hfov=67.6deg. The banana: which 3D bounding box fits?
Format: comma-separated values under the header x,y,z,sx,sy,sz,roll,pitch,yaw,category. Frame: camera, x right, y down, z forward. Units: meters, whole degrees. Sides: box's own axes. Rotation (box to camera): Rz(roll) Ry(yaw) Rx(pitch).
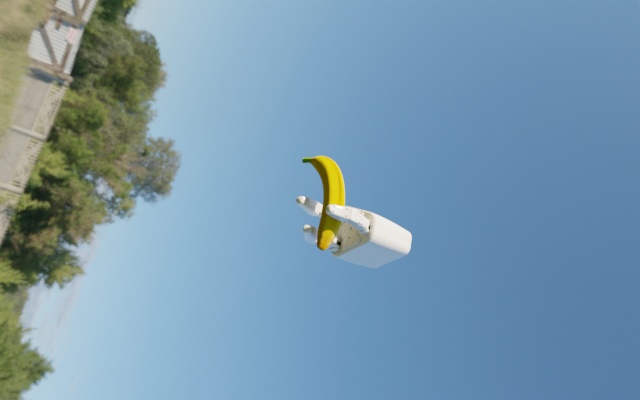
x,y,z,sx,sy,sz,roll,pitch,yaw,category
0.013,-0.009,0.832,0.037,0.197,0.070,25,-47,-39,banana
